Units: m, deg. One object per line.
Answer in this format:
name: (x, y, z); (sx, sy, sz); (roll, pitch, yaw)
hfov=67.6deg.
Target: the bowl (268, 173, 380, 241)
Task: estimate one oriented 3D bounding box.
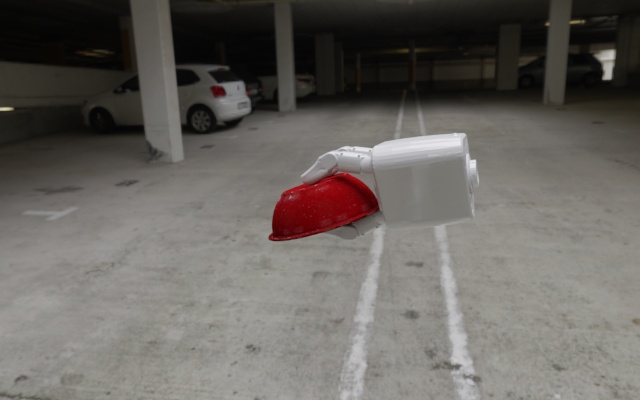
bowl: (-0.001, 0.002, 0.635); (0.162, 0.055, 0.162); (-18, 6, 2)
